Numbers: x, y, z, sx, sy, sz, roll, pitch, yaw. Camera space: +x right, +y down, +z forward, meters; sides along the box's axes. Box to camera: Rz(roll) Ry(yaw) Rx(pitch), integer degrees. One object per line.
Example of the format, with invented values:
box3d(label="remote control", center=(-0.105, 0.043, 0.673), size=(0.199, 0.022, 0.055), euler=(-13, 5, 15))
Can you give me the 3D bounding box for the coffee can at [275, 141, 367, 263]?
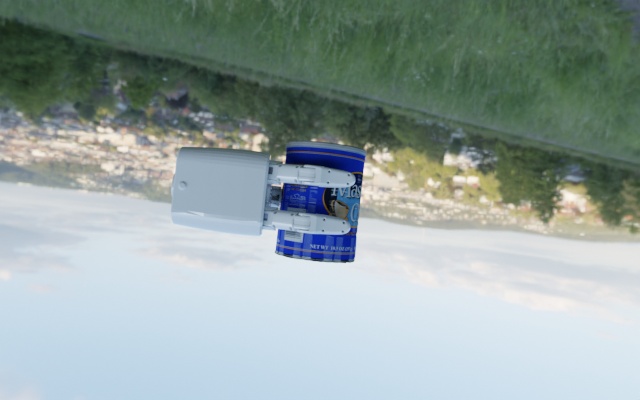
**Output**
box3d(label="coffee can", center=(0.000, 0.002, 0.606), size=(0.103, 0.140, 0.103), euler=(6, -1, 0))
